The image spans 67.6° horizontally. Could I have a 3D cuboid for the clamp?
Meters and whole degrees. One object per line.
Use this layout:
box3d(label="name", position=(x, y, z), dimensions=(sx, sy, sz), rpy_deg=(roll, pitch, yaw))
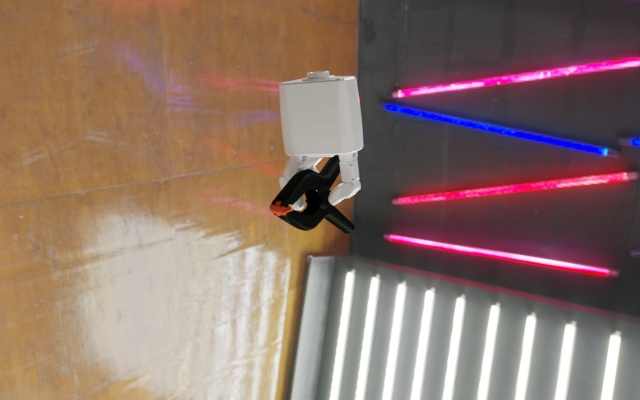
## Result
box3d(label="clamp", position=(0.000, 0.003, 0.761), dimensions=(0.036, 0.165, 0.210), rpy_deg=(7, 22, 35))
